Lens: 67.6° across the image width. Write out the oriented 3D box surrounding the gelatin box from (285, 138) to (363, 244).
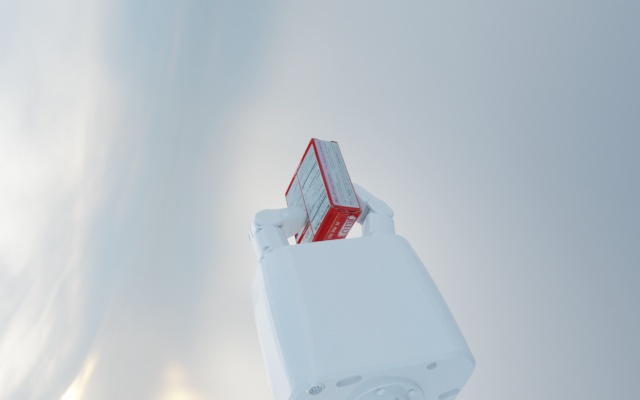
[{"bbox_3d":[0.000,0.001,0.420,0.030,0.089,0.073,7,-47,-24],"label":"gelatin box"}]
